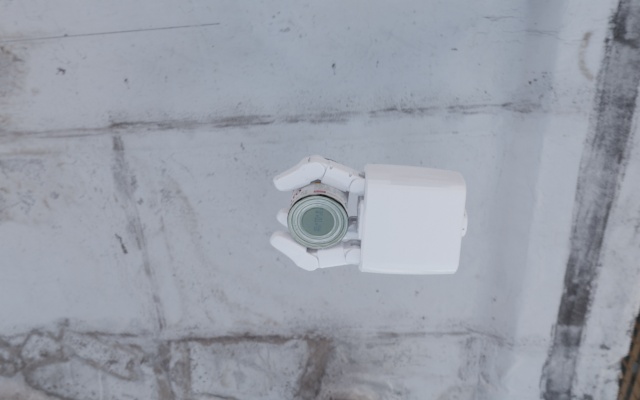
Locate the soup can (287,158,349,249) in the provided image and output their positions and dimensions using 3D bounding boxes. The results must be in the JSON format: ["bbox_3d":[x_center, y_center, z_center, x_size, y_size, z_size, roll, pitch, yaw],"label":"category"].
[{"bbox_3d":[0.000,0.002,0.546,0.068,0.068,0.102,0,27,4],"label":"soup can"}]
